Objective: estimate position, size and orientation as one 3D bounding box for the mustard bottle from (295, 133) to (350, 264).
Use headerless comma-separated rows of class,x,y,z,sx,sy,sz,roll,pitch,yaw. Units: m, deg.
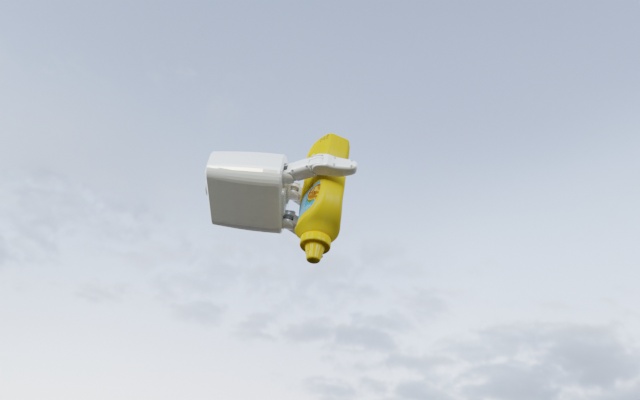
mustard bottle,0.000,0.002,0.668,0.058,0.191,0.096,21,-40,-16
